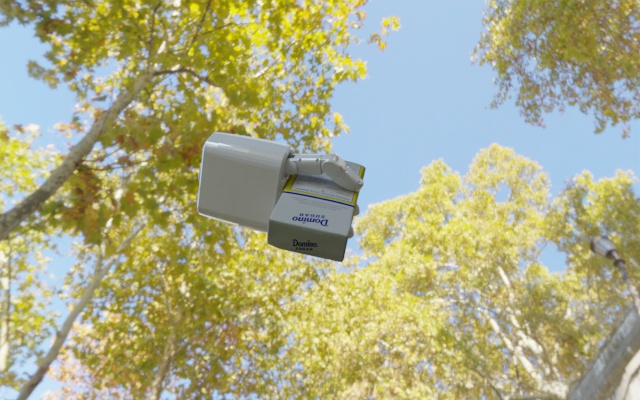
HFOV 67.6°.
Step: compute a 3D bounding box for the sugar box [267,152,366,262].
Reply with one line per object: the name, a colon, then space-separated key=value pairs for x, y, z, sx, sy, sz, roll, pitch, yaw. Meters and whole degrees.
sugar box: x=0.000 y=0.002 z=0.608 sx=0.093 sy=0.048 sz=0.176 roll=12 pitch=35 yaw=6
